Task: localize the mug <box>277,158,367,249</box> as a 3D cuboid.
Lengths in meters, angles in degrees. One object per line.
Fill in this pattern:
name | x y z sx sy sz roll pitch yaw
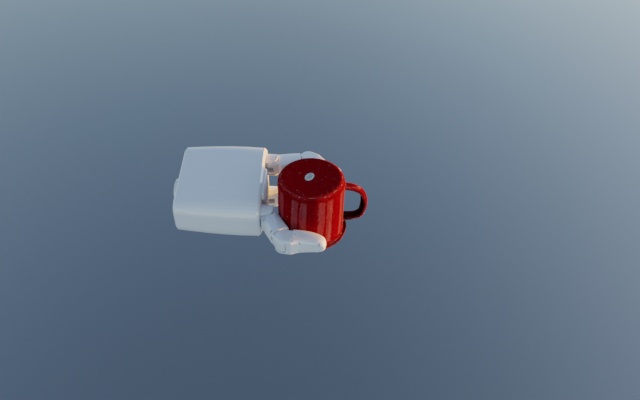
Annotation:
mug | 0.002 0.002 0.593 0.117 0.082 0.093 1 43 -2
